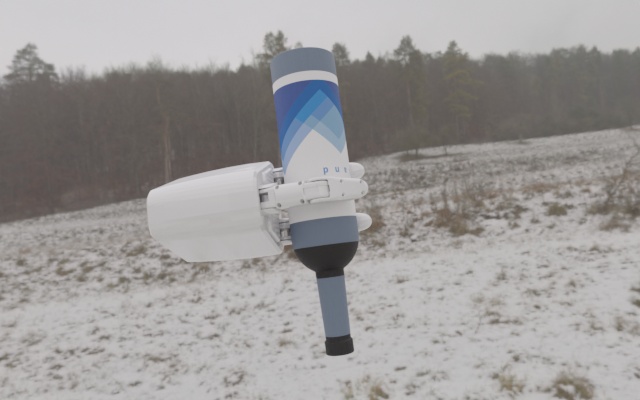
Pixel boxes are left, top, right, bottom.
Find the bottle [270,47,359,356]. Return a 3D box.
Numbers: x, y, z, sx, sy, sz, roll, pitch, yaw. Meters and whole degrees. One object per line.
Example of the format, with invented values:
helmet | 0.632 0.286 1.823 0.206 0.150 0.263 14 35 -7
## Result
bottle | 0.000 0.001 0.475 0.069 0.295 0.069 -7 -6 -1
